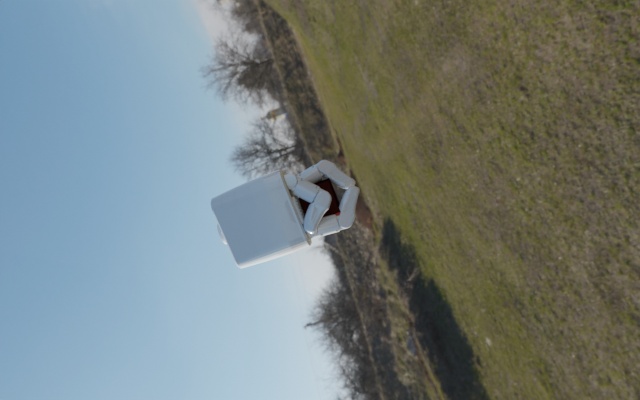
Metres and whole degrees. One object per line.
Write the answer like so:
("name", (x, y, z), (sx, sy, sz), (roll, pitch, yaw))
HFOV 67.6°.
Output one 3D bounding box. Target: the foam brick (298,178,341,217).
("foam brick", (0.000, 0.002, 0.708), (0.051, 0.053, 0.078), (-21, -5, 3))
